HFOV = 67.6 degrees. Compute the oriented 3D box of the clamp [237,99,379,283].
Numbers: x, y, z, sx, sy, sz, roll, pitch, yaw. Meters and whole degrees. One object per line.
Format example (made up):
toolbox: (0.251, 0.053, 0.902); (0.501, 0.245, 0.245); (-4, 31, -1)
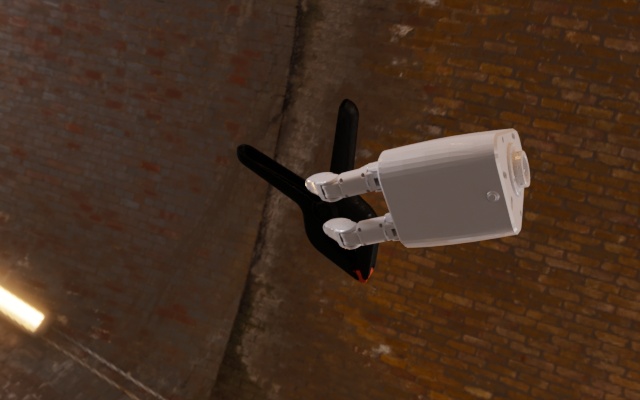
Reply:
clamp: (0.001, 0.002, 0.544); (0.164, 0.210, 0.036); (-8, 24, 34)
